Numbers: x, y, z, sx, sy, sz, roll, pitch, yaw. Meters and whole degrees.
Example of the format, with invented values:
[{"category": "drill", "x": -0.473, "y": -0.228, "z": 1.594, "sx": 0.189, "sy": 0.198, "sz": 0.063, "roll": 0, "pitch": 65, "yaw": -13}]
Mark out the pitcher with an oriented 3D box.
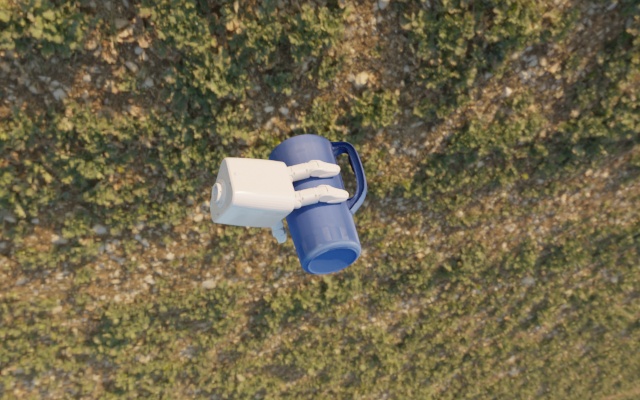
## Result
[{"category": "pitcher", "x": 0.000, "y": 0.003, "z": 0.874, "sx": 0.145, "sy": 0.242, "sz": 0.149, "roll": 5, "pitch": -39, "yaw": -30}]
